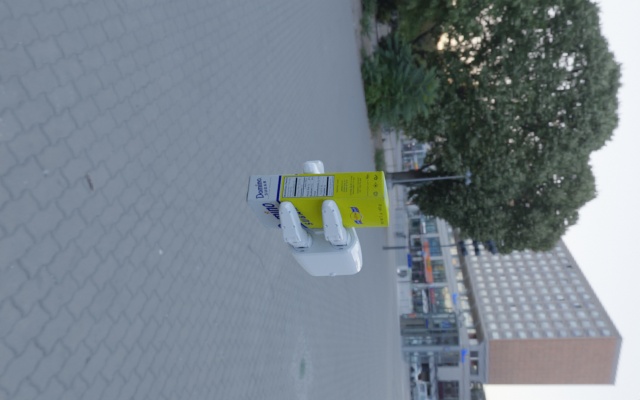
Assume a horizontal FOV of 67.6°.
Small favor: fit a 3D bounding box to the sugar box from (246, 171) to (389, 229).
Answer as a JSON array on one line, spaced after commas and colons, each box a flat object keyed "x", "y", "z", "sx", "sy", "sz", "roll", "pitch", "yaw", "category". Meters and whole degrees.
[{"x": 0.000, "y": 0.003, "z": 0.634, "sx": 0.176, "sy": 0.048, "sz": 0.093, "roll": -4, "pitch": -27, "yaw": 10, "category": "sugar box"}]
